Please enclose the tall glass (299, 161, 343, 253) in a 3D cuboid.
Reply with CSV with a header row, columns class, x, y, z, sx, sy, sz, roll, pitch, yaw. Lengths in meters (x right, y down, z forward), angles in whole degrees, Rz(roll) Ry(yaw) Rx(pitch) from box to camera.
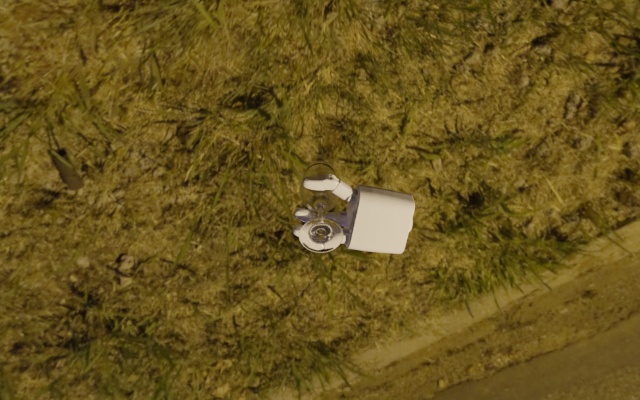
class,x,y,z,sx,sy,sz,roll,pitch,yaw
tall glass,0.000,0.003,0.874,0.079,0.079,0.201,0,34,-1
